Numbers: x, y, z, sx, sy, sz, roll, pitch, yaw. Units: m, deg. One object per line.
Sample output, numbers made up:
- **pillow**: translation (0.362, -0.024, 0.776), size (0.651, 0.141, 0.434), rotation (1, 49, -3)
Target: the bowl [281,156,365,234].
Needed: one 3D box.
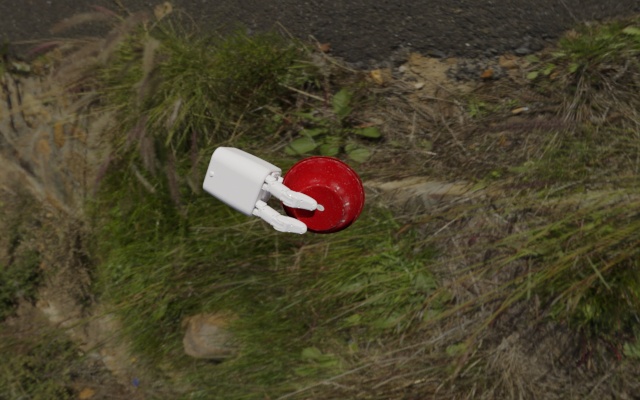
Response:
- **bowl**: translation (0.001, 0.003, 0.877), size (0.162, 0.162, 0.055), rotation (0, 25, 7)
